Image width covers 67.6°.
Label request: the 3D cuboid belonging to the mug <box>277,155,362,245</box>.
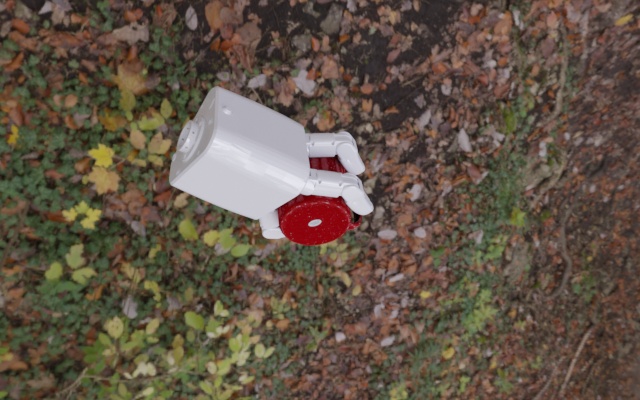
[{"bbox_3d":[0.001,0.003,0.560,0.117,0.081,0.093,22,-49,-30],"label":"mug"}]
